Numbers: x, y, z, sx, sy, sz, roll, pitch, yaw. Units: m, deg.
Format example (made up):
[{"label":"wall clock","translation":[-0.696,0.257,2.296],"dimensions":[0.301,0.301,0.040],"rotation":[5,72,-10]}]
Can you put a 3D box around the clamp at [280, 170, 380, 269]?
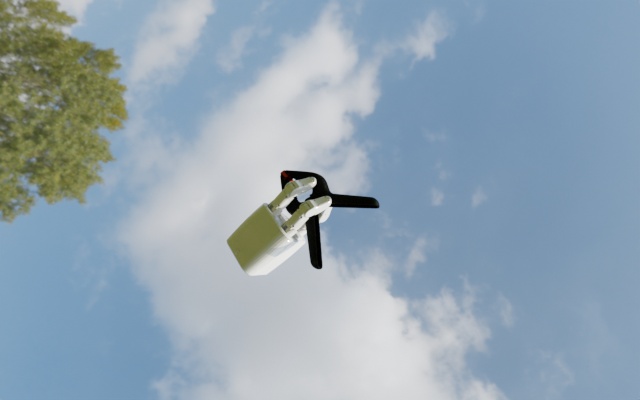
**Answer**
[{"label":"clamp","translation":[0.000,0.003,0.897],"dimensions":[0.164,0.210,0.036],"rotation":[-40,-32,4]}]
